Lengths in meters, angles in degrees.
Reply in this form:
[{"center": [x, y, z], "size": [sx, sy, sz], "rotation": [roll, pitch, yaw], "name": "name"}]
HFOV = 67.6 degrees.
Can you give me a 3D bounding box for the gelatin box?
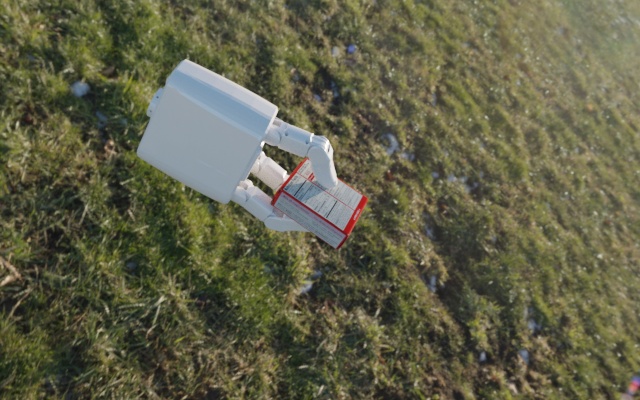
[{"center": [0.001, 0.002, 0.524], "size": [0.089, 0.030, 0.073], "rotation": [33, 40, 0], "name": "gelatin box"}]
